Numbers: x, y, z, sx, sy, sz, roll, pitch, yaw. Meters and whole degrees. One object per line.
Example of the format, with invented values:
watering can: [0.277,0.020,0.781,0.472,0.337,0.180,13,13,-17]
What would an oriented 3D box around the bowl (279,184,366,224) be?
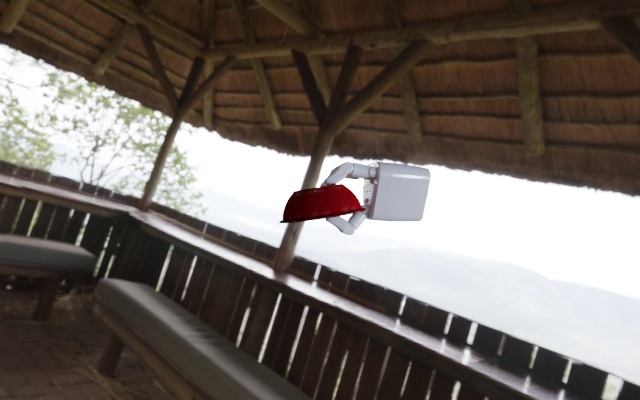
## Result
bowl: [-0.001,0.003,0.868,0.162,0.055,0.162,-9,2,0]
